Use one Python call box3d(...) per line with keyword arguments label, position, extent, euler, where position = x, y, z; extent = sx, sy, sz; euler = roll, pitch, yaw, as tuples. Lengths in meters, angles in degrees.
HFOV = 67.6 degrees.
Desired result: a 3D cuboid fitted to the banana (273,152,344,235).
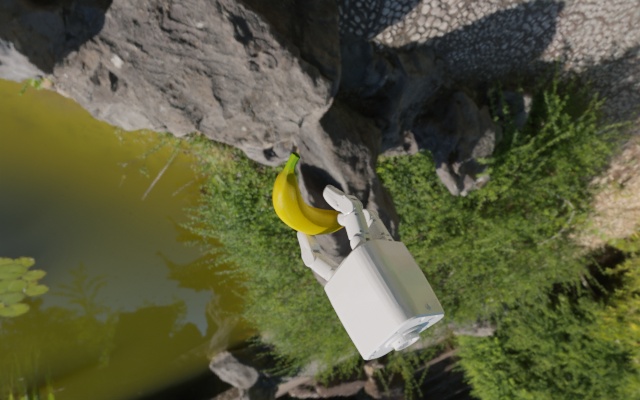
box3d(label="banana", position=(-0.016, 0.012, 0.634), extent=(0.069, 0.037, 0.198), euler=(-36, -31, 2))
